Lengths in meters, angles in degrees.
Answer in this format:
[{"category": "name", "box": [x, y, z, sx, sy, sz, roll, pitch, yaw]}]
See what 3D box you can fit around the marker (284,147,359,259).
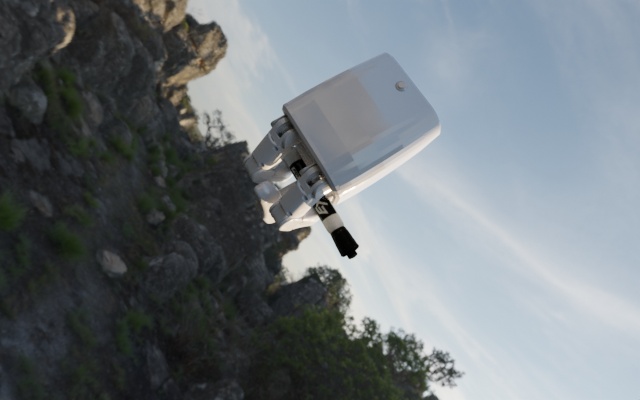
[{"category": "marker", "box": [0.000, 0.001, 0.445, 0.020, 0.121, 0.020, -27, -20, -11]}]
